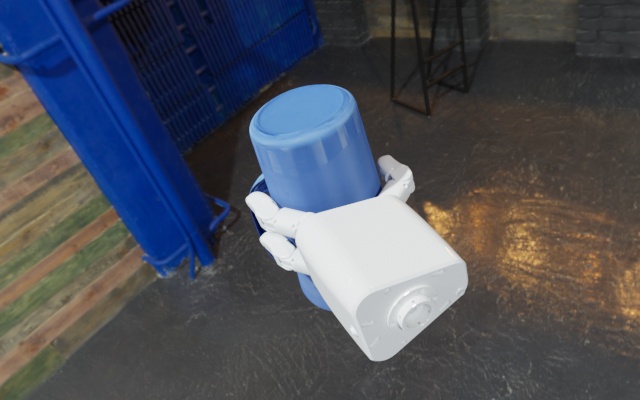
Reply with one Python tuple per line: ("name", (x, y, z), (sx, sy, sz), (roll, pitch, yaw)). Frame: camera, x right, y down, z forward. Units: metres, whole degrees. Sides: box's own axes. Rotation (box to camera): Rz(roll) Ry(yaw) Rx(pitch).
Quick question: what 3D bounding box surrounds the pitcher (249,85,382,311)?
("pitcher", (0.000, 0.002, 0.534), (0.149, 0.243, 0.145), (-27, 39, -11))
